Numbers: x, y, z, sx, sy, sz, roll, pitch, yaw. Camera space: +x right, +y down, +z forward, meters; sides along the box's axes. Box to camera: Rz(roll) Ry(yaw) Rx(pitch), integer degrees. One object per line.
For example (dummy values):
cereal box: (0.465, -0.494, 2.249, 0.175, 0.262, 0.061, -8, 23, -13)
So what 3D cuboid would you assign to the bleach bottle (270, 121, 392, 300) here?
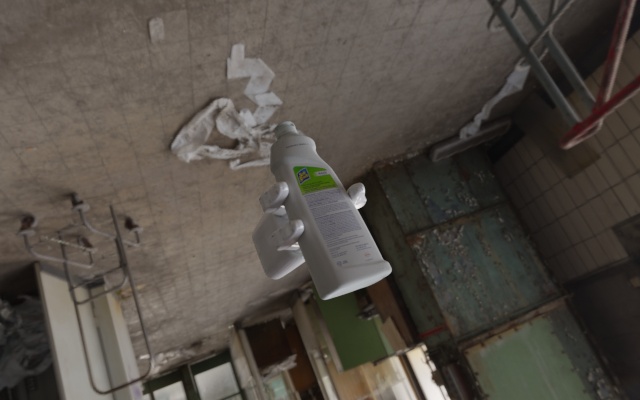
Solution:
bleach bottle: (0.000, 0.002, 0.656, 0.102, 0.250, 0.068, -11, -21, -34)
